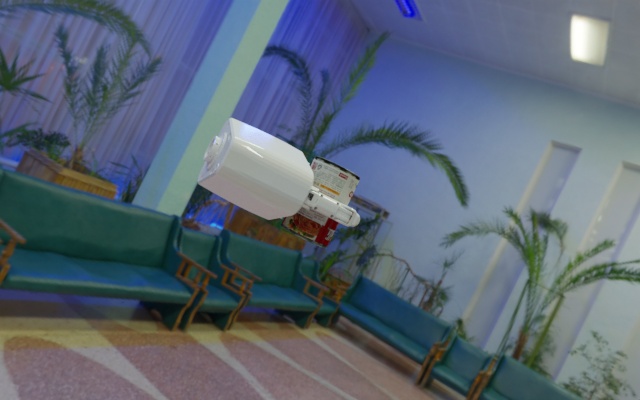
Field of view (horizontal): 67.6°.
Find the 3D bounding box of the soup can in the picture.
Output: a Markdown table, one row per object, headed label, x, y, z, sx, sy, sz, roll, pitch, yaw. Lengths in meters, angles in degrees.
| label | x | y | z | sx | sy | sz | roll | pitch | yaw |
| --- | --- | --- | --- | --- | --- | --- | --- | --- | --- |
| soup can | 0.001 | 0.002 | 0.621 | 0.068 | 0.102 | 0.068 | 26 | 0 | 0 |
